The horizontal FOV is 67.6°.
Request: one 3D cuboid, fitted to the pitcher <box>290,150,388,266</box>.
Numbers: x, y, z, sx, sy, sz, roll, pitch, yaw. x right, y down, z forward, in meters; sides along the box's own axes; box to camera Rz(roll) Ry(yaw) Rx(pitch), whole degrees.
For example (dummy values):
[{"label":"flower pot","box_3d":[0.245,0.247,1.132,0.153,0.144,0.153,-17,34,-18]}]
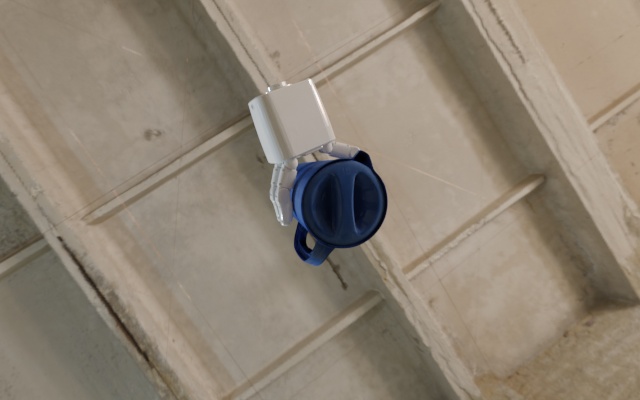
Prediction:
[{"label":"pitcher","box_3d":[0.000,0.002,0.800,0.149,0.145,0.243,-23,11,-13]}]
